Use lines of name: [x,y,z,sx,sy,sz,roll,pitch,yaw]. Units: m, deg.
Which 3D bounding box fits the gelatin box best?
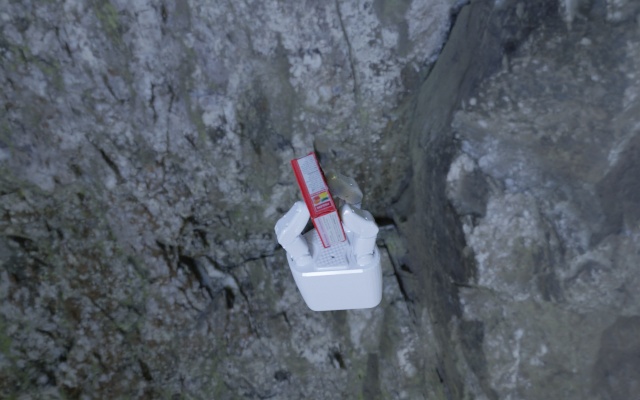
gelatin box: [0.000,0.002,0.517,0.030,0.073,0.089,-21,-28,1]
